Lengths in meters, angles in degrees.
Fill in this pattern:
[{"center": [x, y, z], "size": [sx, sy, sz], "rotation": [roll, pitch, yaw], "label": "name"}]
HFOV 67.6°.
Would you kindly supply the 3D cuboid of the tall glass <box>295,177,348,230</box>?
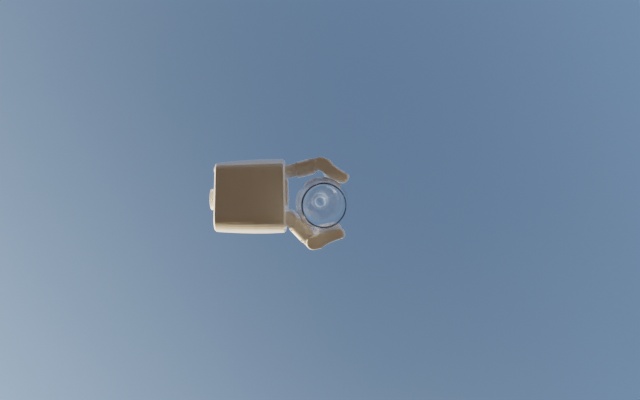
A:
[{"center": [0.000, 0.002, 0.743], "size": [0.079, 0.079, 0.201], "rotation": [0, 2, -3], "label": "tall glass"}]
